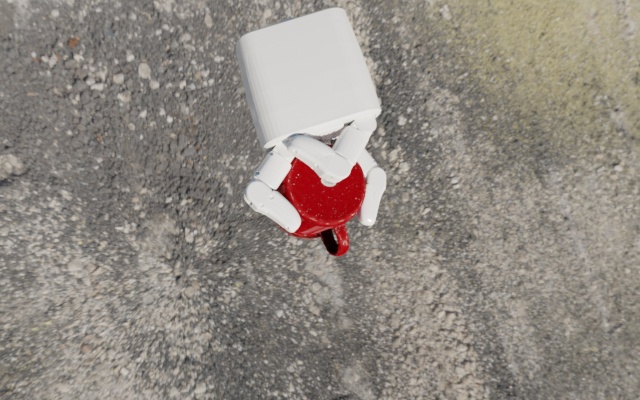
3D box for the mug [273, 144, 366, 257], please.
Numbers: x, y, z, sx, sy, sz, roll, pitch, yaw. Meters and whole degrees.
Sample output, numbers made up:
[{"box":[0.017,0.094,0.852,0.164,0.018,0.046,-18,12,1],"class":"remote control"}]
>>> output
[{"box":[0.001,0.003,0.488,0.093,0.117,0.081,-18,-3,-17],"class":"mug"}]
